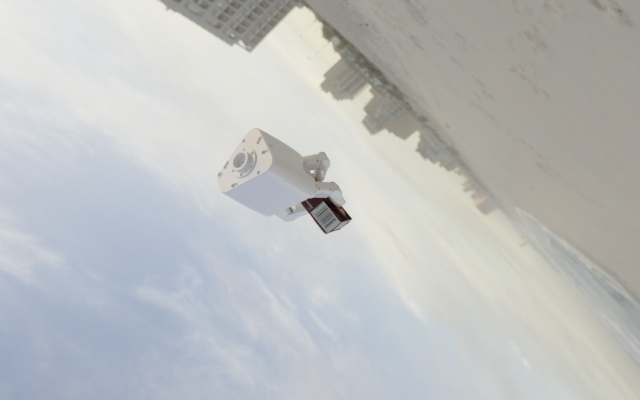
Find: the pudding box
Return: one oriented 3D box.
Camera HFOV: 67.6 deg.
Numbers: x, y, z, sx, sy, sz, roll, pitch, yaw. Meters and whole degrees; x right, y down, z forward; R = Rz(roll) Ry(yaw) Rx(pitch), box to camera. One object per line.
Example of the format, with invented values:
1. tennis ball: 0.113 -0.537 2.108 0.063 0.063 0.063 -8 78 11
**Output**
1. pudding box: 0.000 0.003 0.837 0.039 0.113 0.090 -39 -9 15
